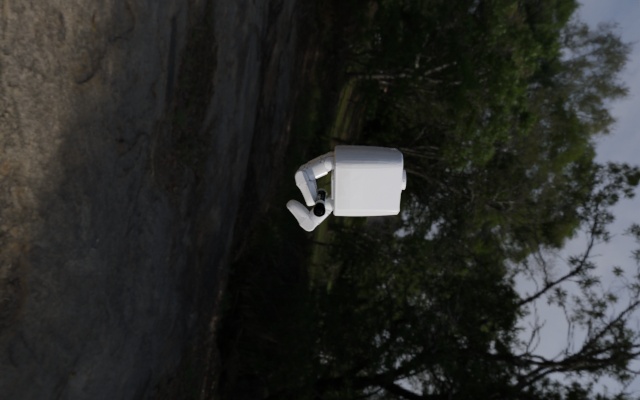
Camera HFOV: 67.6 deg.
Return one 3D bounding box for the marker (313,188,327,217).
[{"bbox_3d":[0.000,0.002,0.756,0.020,0.020,0.121,0,14,2],"label":"marker"}]
